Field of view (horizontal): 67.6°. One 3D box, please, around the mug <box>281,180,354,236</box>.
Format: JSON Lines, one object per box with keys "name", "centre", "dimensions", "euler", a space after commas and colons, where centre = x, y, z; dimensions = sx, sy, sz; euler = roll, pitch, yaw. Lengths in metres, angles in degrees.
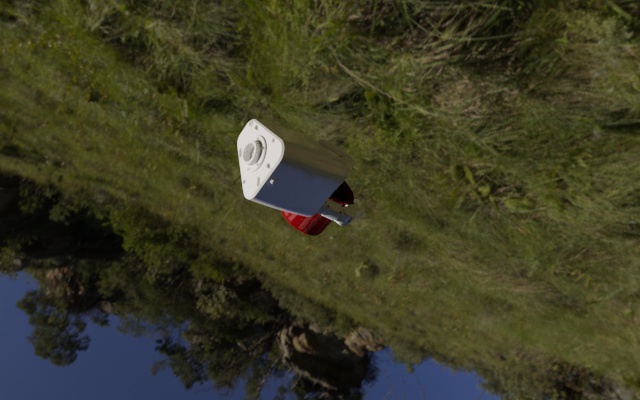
{"name": "mug", "centre": [0.001, 0.003, 0.746], "dimensions": [0.117, 0.081, 0.093], "euler": [18, 32, -39]}
